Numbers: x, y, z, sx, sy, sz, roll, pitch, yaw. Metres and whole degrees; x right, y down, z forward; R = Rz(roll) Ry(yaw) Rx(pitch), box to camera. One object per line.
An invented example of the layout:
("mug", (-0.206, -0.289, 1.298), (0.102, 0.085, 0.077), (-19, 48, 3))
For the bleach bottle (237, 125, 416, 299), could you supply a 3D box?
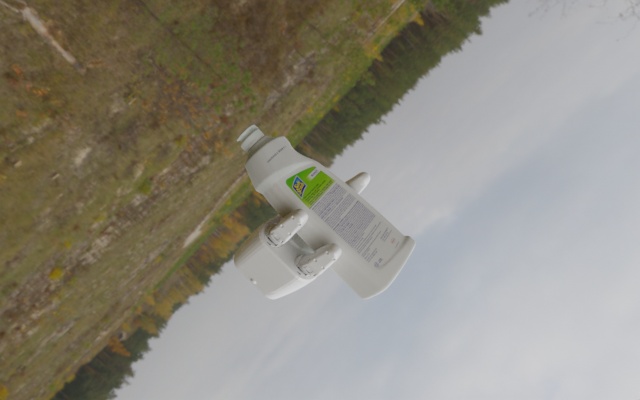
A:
("bleach bottle", (0.000, 0.002, 0.595), (0.102, 0.251, 0.068), (-48, 5, -40))
